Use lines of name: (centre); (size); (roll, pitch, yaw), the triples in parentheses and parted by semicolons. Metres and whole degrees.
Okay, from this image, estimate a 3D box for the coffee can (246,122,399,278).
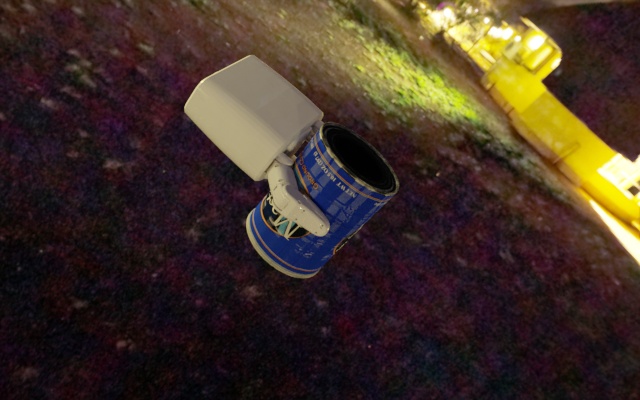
coffee can: (0.000, 0.002, 0.516); (0.103, 0.102, 0.140); (0, -41, -53)
